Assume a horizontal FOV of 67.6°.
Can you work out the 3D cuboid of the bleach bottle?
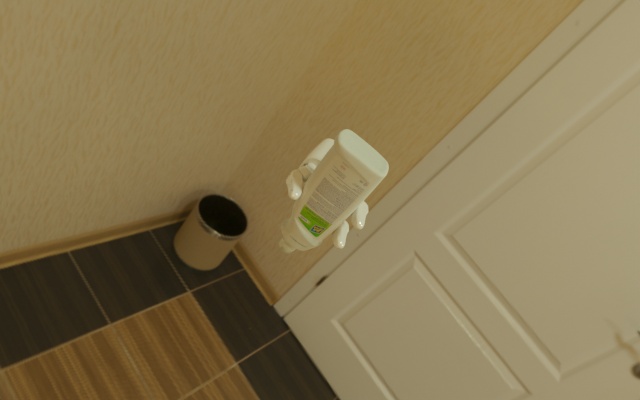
[{"bbox_3d":[0.000,0.003,0.810,0.251,0.102,0.068,-48,5,33],"label":"bleach bottle"}]
